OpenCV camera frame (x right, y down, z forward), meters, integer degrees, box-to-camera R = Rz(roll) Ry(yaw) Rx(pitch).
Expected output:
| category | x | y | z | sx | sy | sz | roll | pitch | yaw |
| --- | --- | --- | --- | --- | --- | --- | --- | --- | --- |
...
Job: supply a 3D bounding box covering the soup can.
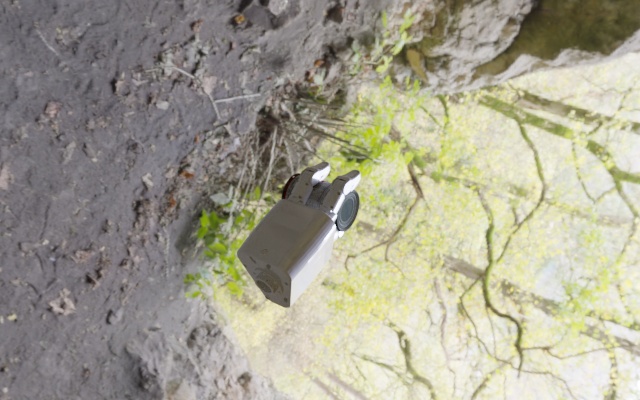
| category | x | y | z | sx | sy | sz | roll | pitch | yaw |
| --- | --- | --- | --- | --- | --- | --- | --- | --- | --- |
| soup can | 0.001 | 0.002 | 0.733 | 0.102 | 0.068 | 0.068 | 17 | 9 | 30 |
